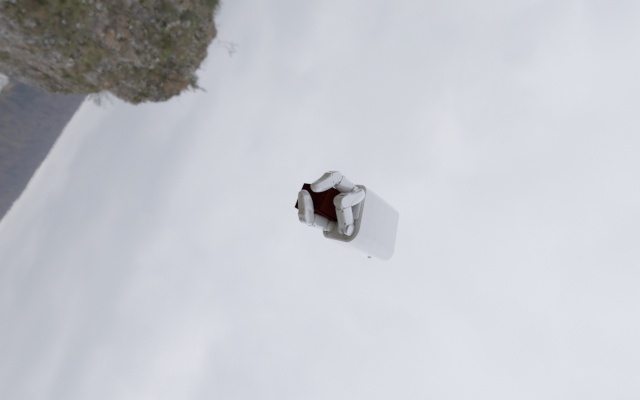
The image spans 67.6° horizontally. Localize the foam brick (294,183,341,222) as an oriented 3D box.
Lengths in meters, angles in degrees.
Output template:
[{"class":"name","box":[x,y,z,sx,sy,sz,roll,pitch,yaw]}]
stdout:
[{"class":"foam brick","box":[0.000,0.003,0.869,0.051,0.053,0.078,31,-14,-35]}]
